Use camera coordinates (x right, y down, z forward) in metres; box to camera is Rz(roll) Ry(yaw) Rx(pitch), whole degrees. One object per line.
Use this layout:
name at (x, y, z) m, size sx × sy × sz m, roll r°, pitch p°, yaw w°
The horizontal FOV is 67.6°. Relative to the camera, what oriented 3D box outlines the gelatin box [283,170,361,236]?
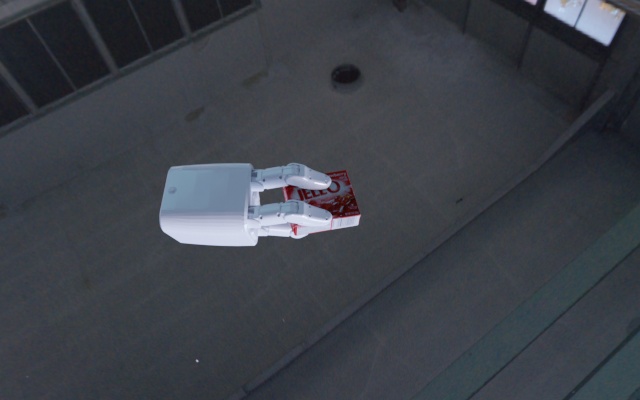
gelatin box at (0.000, 0.002, 0.625) m, size 0.089 × 0.073 × 0.030 m, roll -9°, pitch -32°, yaw -11°
